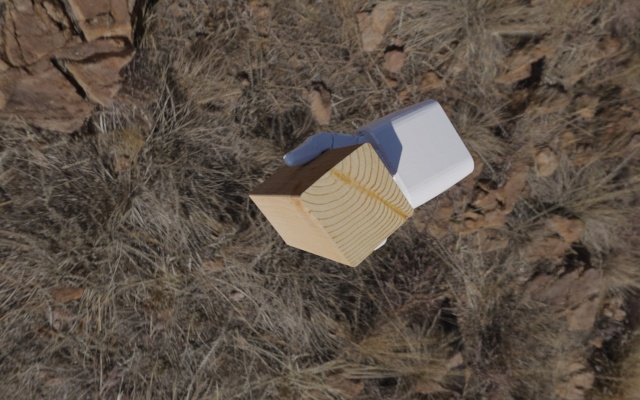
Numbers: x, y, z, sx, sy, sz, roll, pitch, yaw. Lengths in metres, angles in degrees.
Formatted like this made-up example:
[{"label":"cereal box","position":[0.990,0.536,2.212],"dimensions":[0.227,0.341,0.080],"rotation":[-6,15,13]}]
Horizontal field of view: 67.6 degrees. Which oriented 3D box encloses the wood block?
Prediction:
[{"label":"wood block","position":[0.000,0.001,0.551],"dimensions":[0.090,0.091,0.206],"rotation":[-40,14,-16]}]
